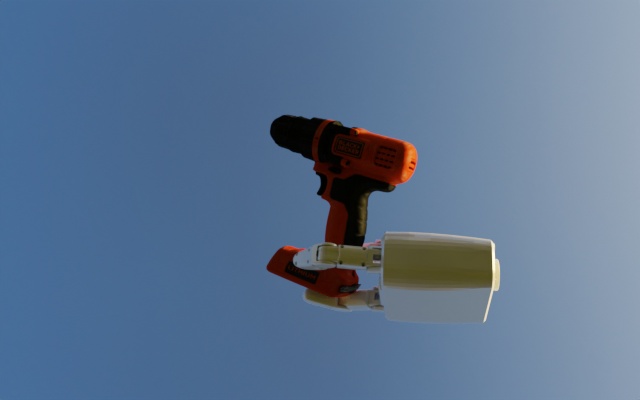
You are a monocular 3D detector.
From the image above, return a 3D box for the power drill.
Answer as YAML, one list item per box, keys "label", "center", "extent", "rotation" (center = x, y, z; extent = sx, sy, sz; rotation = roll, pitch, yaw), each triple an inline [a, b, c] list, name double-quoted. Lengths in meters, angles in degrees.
- label: "power drill"
  center: [0.000, 0.002, 0.544]
  extent: [0.184, 0.187, 0.057]
  rotation: [19, 6, 29]
